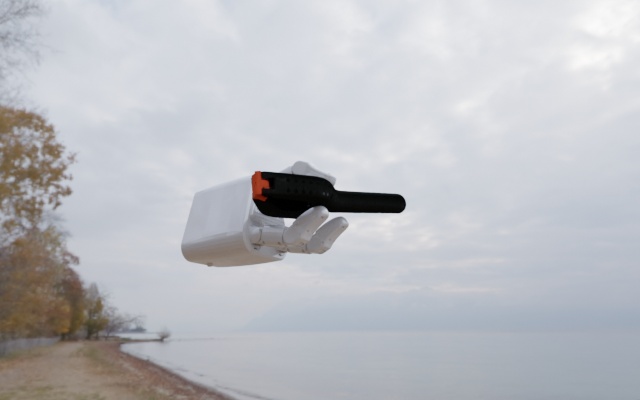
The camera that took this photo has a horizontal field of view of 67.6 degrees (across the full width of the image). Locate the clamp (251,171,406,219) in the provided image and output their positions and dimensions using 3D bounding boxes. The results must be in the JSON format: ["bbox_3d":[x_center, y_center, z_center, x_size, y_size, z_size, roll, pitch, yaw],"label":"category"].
[{"bbox_3d":[0.000,0.001,0.576,0.164,0.036,0.210,-15,-20,25],"label":"clamp"}]
